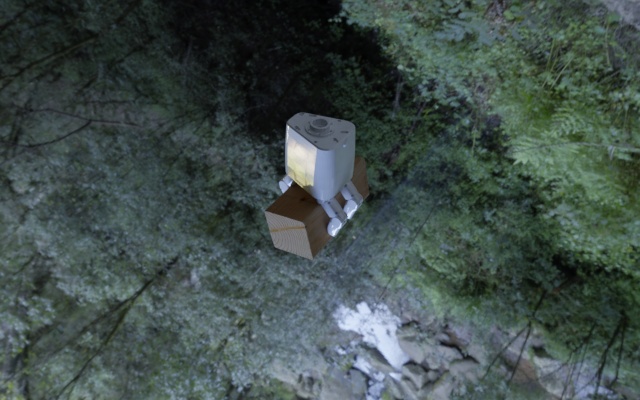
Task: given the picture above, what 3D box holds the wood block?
[{"bbox_3d":[0.000,0.003,0.898,0.091,0.090,0.206,15,44,32],"label":"wood block"}]
